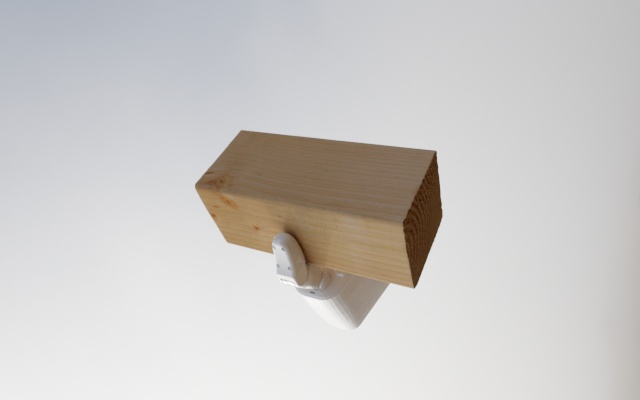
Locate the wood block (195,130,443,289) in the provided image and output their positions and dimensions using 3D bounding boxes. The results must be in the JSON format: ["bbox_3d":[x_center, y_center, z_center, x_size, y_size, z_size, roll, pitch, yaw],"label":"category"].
[{"bbox_3d":[0.000,0.002,0.454,0.206,0.090,0.090,9,-40,27],"label":"wood block"}]
